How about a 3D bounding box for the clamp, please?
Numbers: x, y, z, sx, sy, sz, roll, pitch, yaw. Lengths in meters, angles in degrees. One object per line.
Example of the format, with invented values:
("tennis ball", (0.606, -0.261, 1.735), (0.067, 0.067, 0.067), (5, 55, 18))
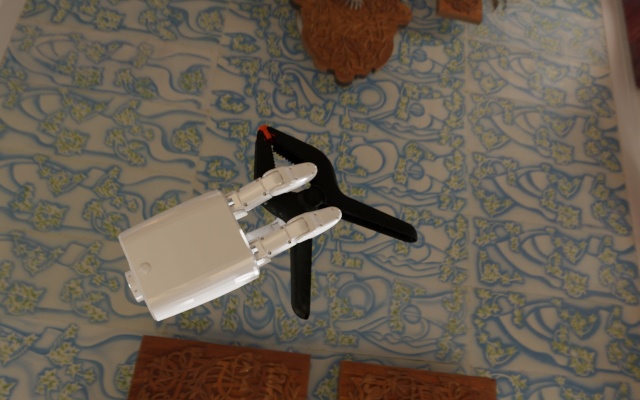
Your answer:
("clamp", (-0.001, 0.002, 0.528), (0.164, 0.210, 0.036), (-24, -14, -22))
